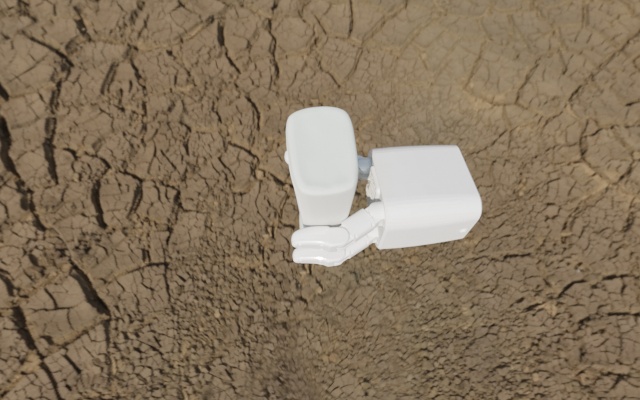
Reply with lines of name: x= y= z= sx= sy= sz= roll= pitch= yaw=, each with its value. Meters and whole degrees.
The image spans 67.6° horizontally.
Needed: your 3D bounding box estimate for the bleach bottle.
bleach bottle: x=0.000 y=0.002 z=0.570 sx=0.068 sy=0.102 sz=0.251 roll=-5 pitch=-24 yaw=-3
